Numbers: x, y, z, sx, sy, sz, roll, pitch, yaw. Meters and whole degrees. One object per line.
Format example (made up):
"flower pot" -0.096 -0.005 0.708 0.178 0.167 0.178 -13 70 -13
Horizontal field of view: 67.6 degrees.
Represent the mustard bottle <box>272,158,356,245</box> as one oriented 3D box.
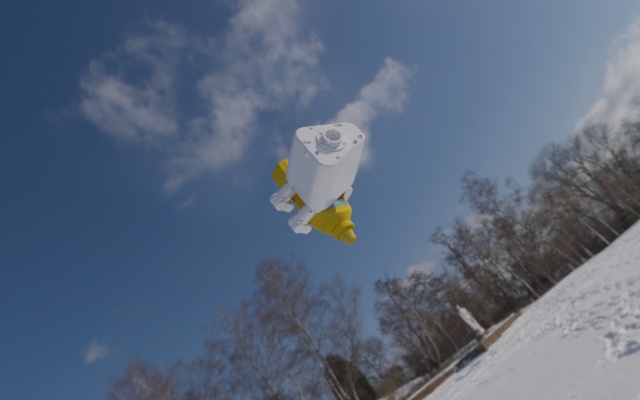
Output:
"mustard bottle" 0.000 0.003 0.855 0.096 0.058 0.191 -8 50 -47
